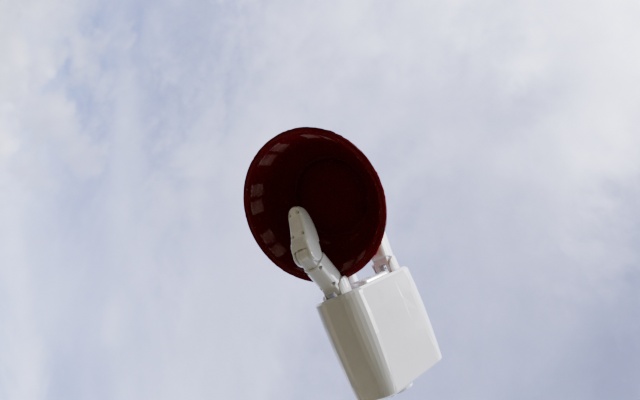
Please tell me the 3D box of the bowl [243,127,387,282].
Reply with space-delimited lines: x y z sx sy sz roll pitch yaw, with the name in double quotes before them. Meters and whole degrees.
"bowl" 0.000 0.000 0.504 0.162 0.162 0.055 0 13 26
